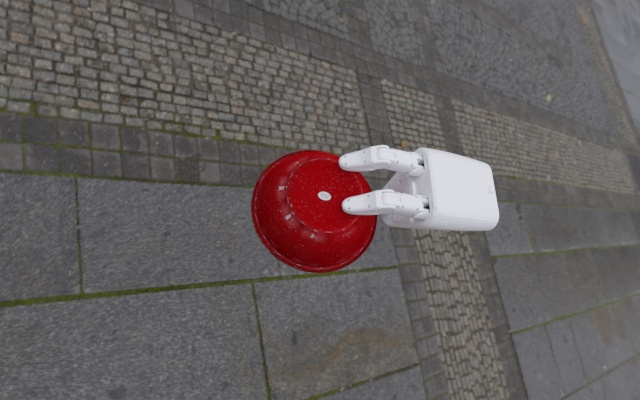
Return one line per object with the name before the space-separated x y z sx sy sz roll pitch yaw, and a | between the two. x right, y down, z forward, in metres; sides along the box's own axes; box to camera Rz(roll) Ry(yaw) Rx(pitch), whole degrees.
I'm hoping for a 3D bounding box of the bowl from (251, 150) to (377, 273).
bowl | -0.001 0.002 0.570 0.162 0.162 0.055 0 -20 -14
